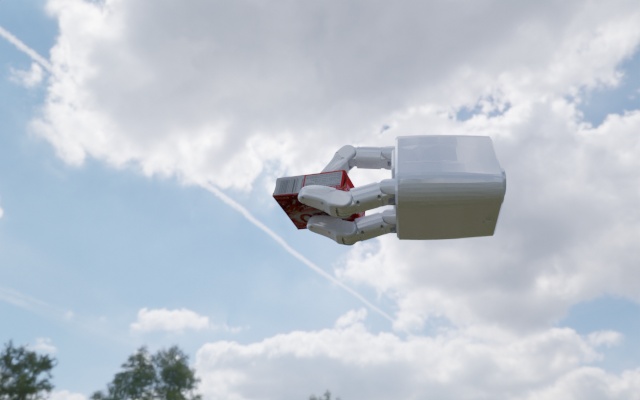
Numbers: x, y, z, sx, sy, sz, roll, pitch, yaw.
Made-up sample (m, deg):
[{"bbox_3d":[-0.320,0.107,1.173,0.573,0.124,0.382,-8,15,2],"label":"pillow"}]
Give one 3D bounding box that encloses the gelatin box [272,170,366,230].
[{"bbox_3d":[0.000,0.001,0.552,0.089,0.030,0.073,-5,-37,23],"label":"gelatin box"}]
